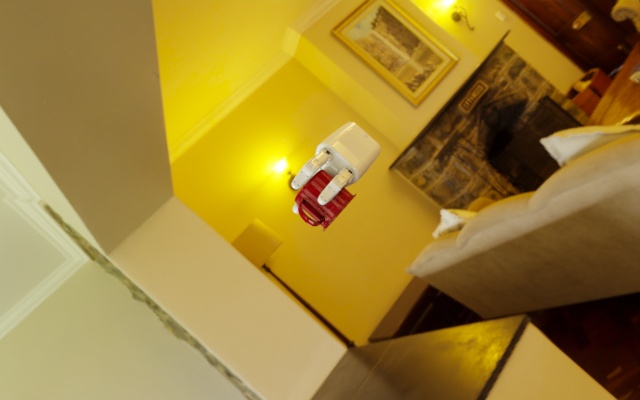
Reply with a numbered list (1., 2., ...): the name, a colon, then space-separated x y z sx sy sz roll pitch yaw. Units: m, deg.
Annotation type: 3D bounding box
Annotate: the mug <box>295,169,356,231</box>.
1. mug: -0.001 0.004 0.880 0.117 0.081 0.093 -45 -4 -42
